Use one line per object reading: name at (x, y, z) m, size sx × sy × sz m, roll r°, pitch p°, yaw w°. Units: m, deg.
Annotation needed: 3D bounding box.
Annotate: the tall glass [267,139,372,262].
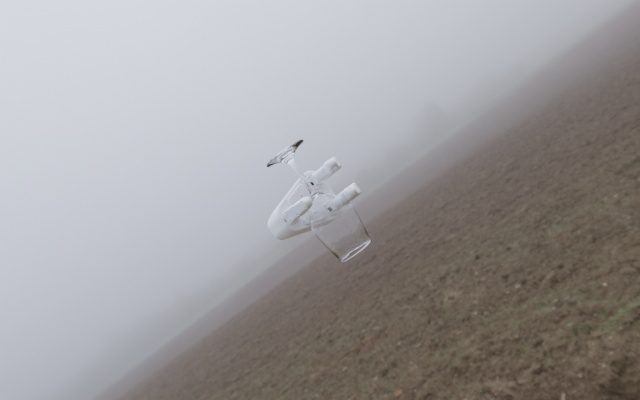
tall glass at (0.000, 0.002, 0.780) m, size 0.079 × 0.201 × 0.079 m, roll -36°, pitch -1°, yaw -1°
